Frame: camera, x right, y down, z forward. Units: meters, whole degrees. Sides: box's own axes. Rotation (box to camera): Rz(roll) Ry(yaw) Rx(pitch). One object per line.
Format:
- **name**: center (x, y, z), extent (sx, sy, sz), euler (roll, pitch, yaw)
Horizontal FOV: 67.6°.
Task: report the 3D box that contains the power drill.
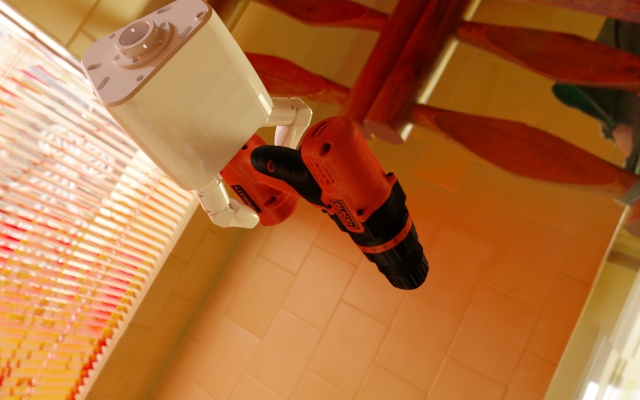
- **power drill**: center (0.000, 0.001, 0.441), extent (0.187, 0.184, 0.057), euler (10, 52, 47)
